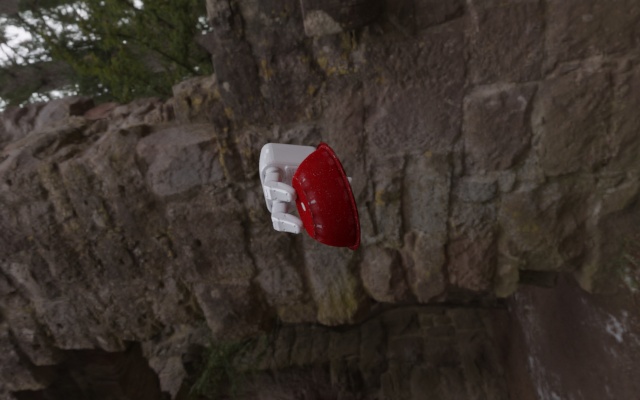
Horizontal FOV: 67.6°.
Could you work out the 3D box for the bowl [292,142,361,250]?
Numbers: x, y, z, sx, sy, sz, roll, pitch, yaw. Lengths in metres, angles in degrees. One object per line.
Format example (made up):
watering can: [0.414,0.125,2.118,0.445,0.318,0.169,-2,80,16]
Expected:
bowl: [0.000,0.003,0.679,0.055,0.162,0.162,-18,4,-13]
